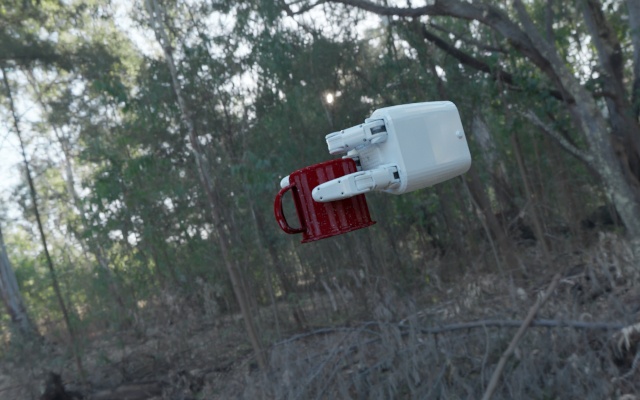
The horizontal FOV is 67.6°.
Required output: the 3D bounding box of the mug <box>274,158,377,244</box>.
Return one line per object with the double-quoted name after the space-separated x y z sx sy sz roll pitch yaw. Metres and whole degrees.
-0.001 0.002 0.552 0.117 0.081 0.093 -14 -3 -26 "mug"
